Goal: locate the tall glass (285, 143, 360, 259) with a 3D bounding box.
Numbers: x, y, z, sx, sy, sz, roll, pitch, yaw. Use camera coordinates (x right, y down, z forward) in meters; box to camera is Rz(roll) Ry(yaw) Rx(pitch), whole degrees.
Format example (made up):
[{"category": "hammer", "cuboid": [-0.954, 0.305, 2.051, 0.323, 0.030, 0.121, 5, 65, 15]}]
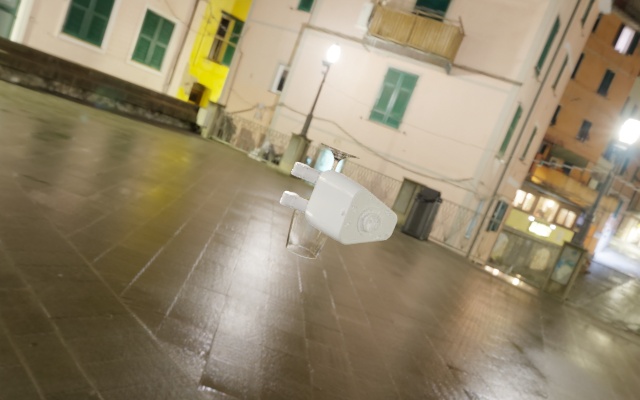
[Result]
[{"category": "tall glass", "cuboid": [0.000, 0.002, 0.862, 0.079, 0.201, 0.079, 21, 8, -3]}]
